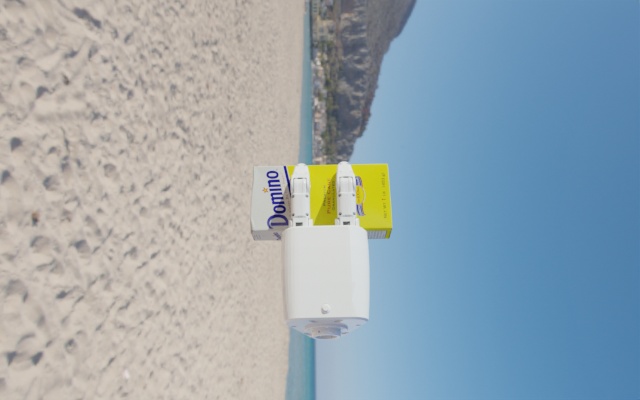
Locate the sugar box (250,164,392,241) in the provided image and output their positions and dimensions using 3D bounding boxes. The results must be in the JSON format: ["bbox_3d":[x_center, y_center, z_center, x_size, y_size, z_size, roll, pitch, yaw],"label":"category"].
[{"bbox_3d":[0.000,0.002,0.615,0.176,0.093,0.048,-1,-23,-1],"label":"sugar box"}]
